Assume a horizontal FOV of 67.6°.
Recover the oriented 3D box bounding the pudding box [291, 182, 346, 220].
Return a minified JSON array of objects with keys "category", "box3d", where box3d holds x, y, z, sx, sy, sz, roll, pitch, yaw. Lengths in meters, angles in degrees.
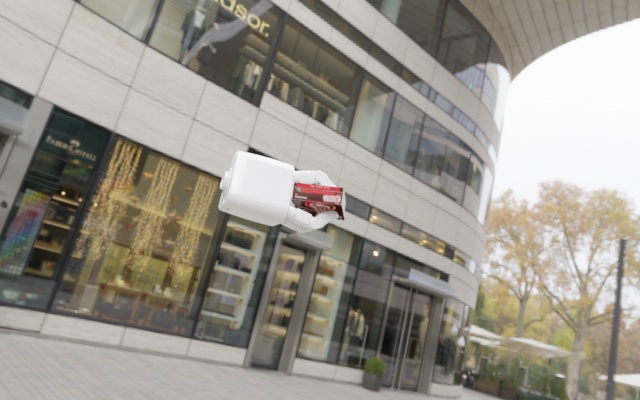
[{"category":"pudding box","box3d":[0.000,0.003,0.878,0.090,0.039,0.113,8,-13,8]}]
